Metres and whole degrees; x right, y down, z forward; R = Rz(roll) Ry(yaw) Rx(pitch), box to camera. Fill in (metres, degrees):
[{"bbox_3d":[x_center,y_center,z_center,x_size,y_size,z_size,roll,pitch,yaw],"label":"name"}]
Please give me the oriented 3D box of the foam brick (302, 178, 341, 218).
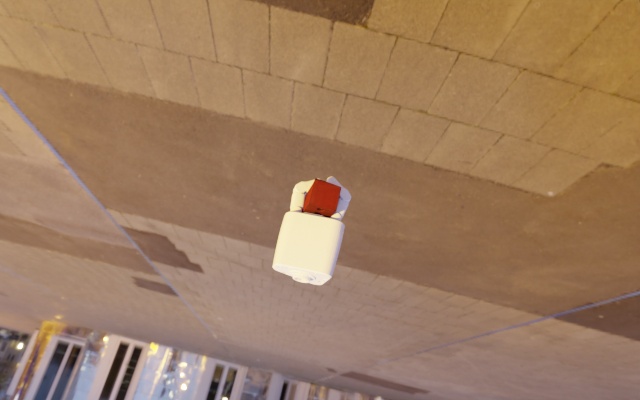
[{"bbox_3d":[0.000,0.003,0.889,0.053,0.051,0.078,17,-24,-8],"label":"foam brick"}]
